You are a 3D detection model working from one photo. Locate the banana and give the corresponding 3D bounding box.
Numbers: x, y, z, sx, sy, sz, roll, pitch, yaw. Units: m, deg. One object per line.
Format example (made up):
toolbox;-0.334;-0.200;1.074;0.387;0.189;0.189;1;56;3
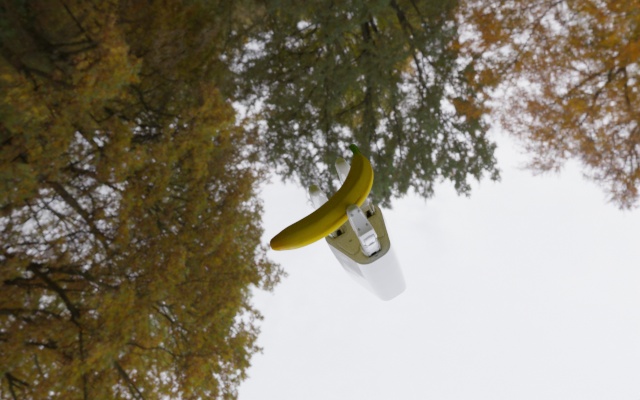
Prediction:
banana;0.016;0.005;0.652;0.069;0.197;0.037;23;-28;39
